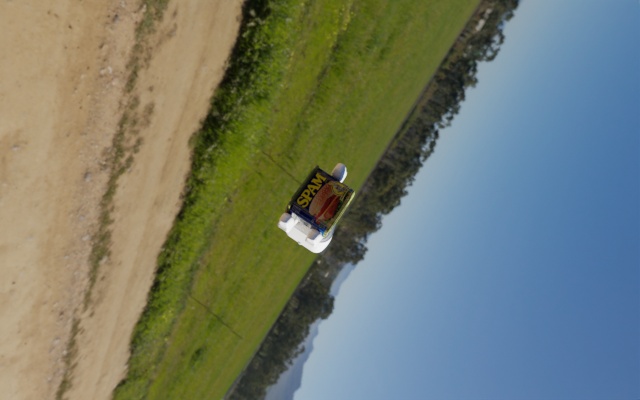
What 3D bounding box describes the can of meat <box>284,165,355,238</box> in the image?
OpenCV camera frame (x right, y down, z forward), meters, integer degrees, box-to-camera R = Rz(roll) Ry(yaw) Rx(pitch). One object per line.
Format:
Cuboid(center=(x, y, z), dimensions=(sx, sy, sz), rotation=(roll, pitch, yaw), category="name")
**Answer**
Cuboid(center=(0.000, 0.003, 0.830), dimensions=(0.084, 0.102, 0.057), rotation=(33, -22, 5), category="can of meat")
